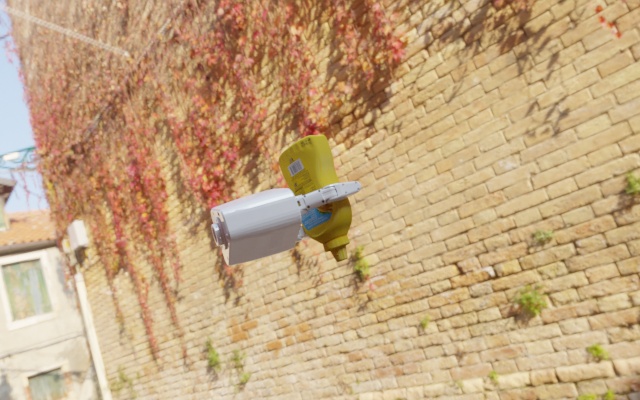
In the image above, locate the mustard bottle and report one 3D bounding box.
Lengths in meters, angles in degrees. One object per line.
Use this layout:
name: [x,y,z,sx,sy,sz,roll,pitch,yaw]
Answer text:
mustard bottle: [0.000,0.002,0.738,0.058,0.191,0.096,-10,-14,-45]
